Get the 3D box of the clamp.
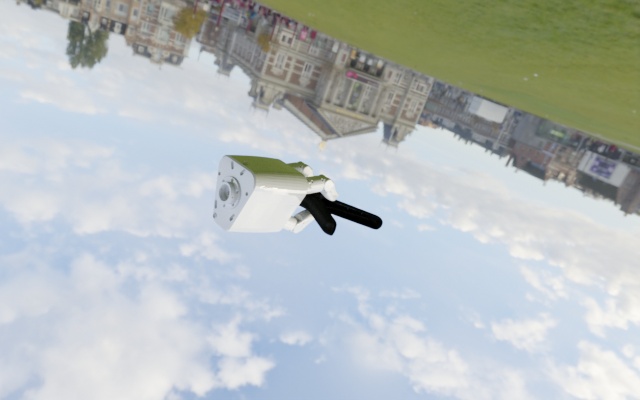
[{"bbox_3d":[-0.001,0.003,0.836,0.210,0.036,0.164,33,18,37],"label":"clamp"}]
